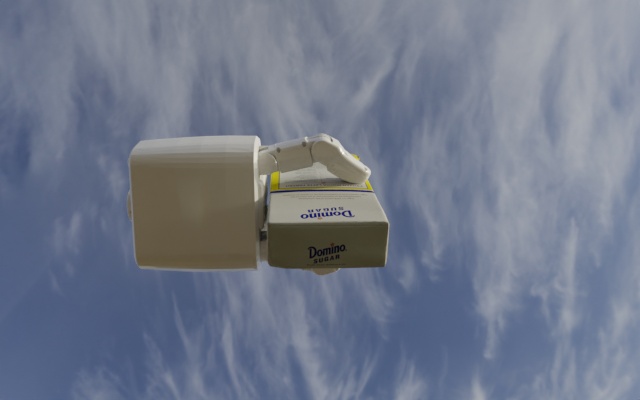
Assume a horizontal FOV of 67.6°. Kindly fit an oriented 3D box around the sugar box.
[{"bbox_3d":[0.000,0.002,0.435,0.093,0.048,0.176,0,25,-3],"label":"sugar box"}]
